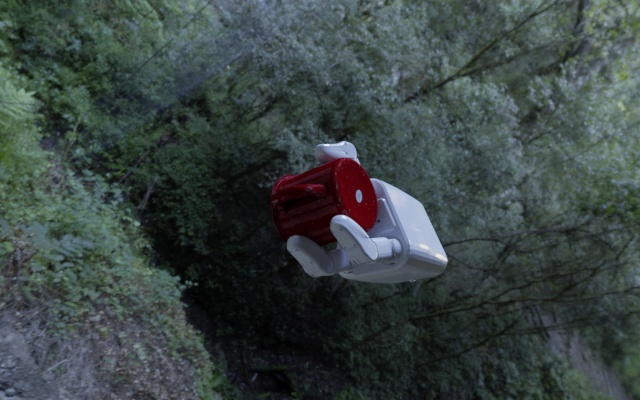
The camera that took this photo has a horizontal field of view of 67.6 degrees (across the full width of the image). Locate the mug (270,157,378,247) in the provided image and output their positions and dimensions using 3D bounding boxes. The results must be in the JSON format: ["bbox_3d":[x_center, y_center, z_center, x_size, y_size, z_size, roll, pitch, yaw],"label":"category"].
[{"bbox_3d":[-0.001,0.001,0.498,0.081,0.093,0.117,-20,-23,34],"label":"mug"}]
